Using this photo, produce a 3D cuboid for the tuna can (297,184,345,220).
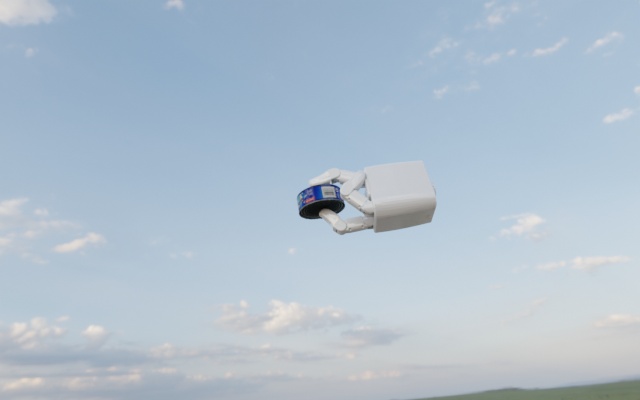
[{"bbox_3d":[0.000,0.002,0.872,0.086,0.033,0.086,-10,-23,-4],"label":"tuna can"}]
